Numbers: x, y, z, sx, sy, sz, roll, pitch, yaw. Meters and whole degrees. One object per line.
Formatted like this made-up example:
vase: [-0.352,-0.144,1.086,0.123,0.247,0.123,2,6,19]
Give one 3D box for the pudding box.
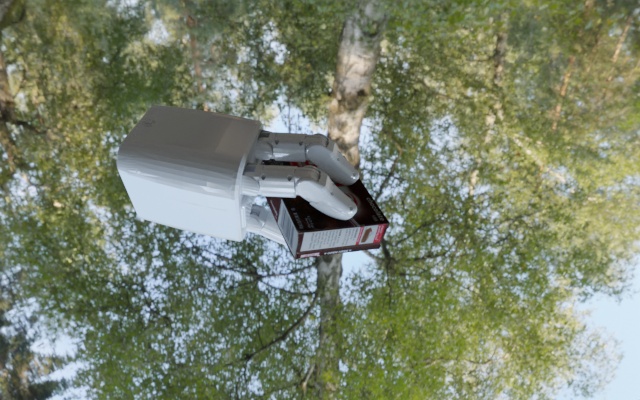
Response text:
pudding box: [0.000,0.002,0.458,0.090,0.039,0.113,-5,43,-23]
